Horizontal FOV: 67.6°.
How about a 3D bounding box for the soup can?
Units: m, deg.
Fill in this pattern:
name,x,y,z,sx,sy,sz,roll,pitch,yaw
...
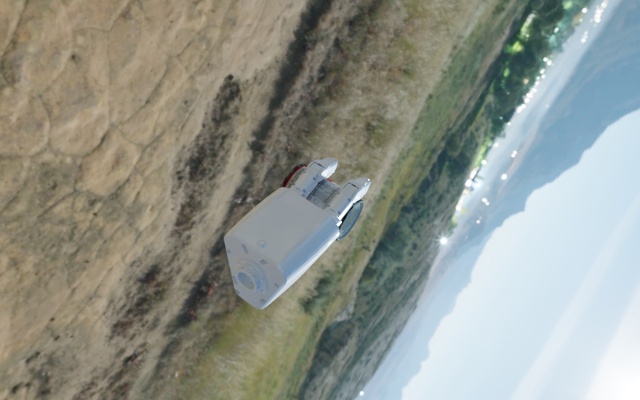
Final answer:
name,x,y,z,sx,sy,sz,roll,pitch,yaw
soup can,0.001,0.002,0.662,0.102,0.068,0.068,32,10,17
